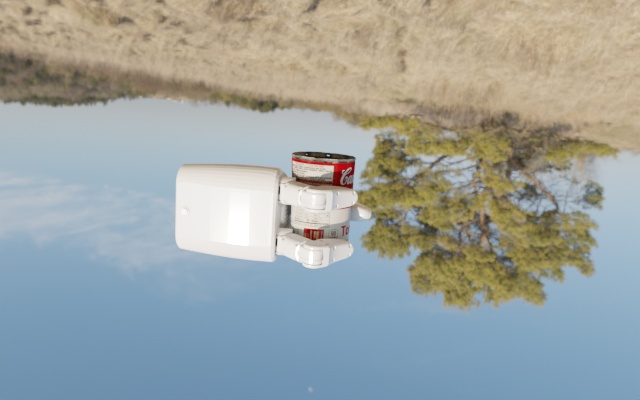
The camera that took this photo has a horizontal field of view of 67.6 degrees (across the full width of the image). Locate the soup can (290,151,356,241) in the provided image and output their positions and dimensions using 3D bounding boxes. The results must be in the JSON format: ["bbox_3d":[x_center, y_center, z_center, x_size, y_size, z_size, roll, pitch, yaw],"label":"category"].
[{"bbox_3d":[0.001,0.002,0.514,0.068,0.102,0.068,4,11,-1],"label":"soup can"}]
